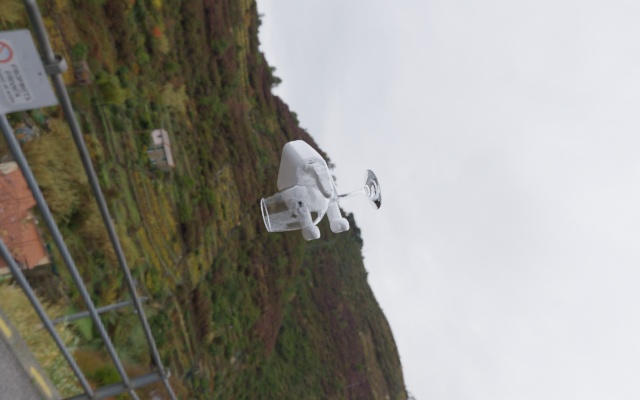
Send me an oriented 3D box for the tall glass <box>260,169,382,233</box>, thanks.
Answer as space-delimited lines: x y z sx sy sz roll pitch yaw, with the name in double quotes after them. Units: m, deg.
0.001 0.003 0.830 0.201 0.079 0.079 -14 3 -15 "tall glass"
